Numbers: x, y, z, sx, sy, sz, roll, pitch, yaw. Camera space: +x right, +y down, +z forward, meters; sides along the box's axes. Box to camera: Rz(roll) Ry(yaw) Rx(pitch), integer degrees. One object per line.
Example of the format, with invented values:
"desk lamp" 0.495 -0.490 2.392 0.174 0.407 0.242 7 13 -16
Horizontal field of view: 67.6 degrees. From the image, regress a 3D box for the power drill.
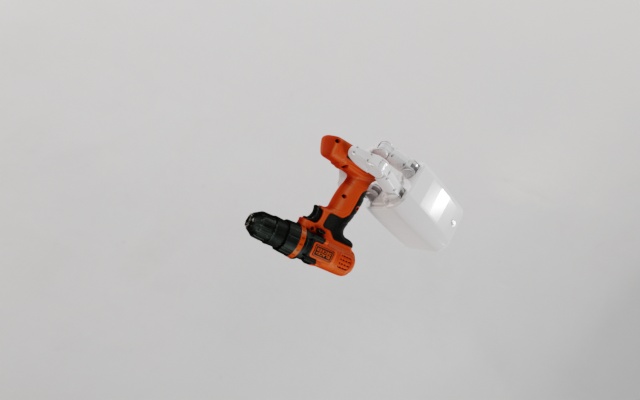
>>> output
"power drill" 0.001 0.002 0.704 0.184 0.187 0.057 27 -4 -29
